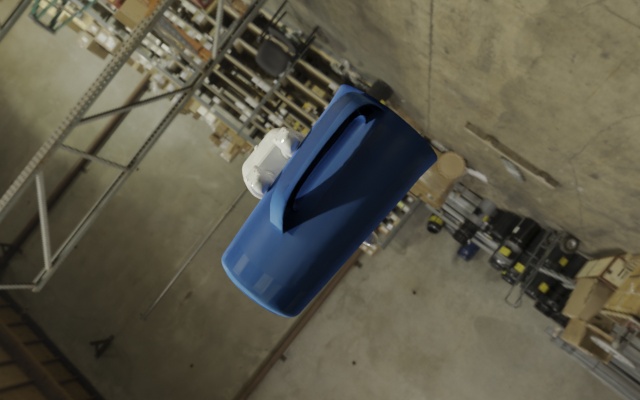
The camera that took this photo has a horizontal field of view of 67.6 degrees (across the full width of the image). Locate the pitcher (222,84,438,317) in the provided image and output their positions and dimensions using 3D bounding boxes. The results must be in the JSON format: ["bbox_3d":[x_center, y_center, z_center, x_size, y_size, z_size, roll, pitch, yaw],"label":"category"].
[{"bbox_3d":[0.000,0.002,0.519,0.149,0.243,0.145,38,1,-22],"label":"pitcher"}]
